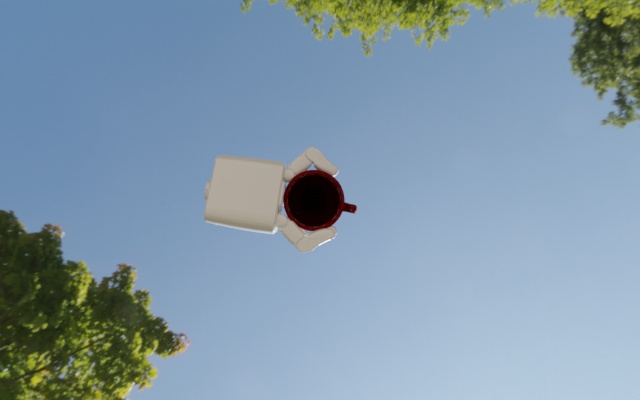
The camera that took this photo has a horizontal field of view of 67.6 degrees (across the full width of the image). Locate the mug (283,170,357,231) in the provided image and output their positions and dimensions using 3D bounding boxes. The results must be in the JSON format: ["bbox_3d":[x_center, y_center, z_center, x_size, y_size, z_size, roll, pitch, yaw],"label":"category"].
[{"bbox_3d":[0.002,0.003,0.759,0.117,0.093,0.081,9,-1,-3],"label":"mug"}]
